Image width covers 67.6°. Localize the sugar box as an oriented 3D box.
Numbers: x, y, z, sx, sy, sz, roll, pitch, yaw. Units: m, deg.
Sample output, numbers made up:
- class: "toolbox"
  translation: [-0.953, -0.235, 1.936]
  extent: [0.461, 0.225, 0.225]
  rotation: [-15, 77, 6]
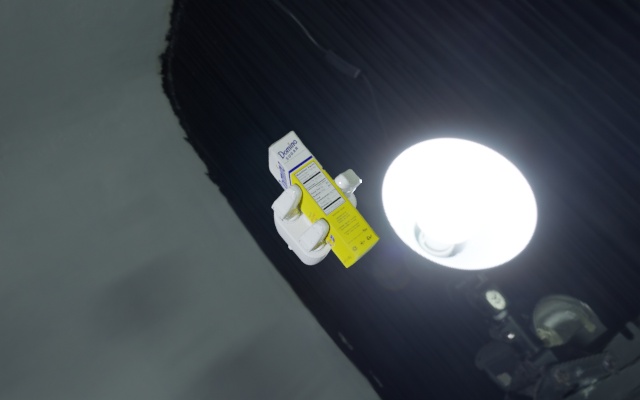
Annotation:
- class: "sugar box"
  translation: [0.000, 0.002, 0.623]
  extent: [0.048, 0.176, 0.093]
  rotation: [-39, -9, -14]
